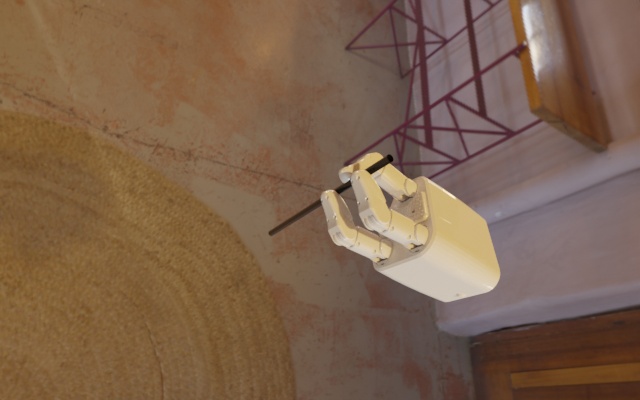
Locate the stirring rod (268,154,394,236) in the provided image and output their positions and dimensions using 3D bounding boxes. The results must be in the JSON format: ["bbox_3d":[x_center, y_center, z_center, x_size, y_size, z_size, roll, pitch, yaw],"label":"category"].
[{"bbox_3d":[0.000,0.002,0.542,0.011,0.011,0.239,0,-20,-36],"label":"stirring rod"}]
